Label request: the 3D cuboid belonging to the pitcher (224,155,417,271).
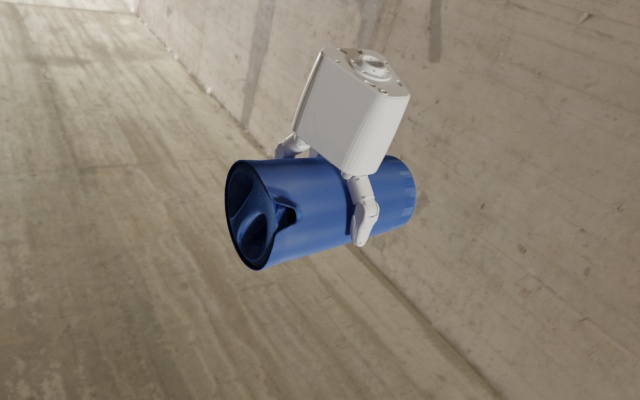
[{"bbox_3d":[0.000,0.002,0.638,0.243,0.145,0.149,-9,49,-34],"label":"pitcher"}]
